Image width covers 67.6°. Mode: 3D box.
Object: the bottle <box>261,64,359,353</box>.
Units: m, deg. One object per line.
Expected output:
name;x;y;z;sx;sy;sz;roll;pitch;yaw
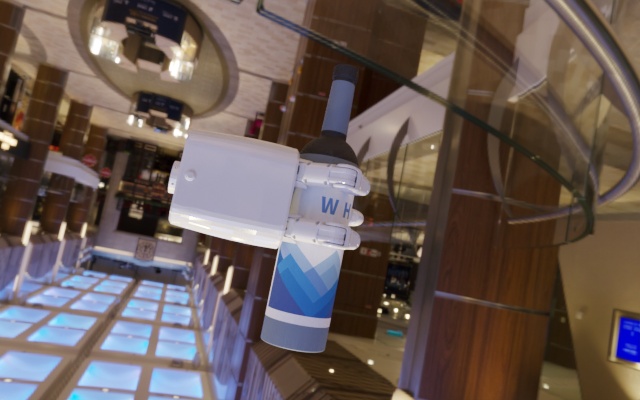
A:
bottle;0.000;0.002;0.500;0.069;0.295;0.069;11;-6;1
